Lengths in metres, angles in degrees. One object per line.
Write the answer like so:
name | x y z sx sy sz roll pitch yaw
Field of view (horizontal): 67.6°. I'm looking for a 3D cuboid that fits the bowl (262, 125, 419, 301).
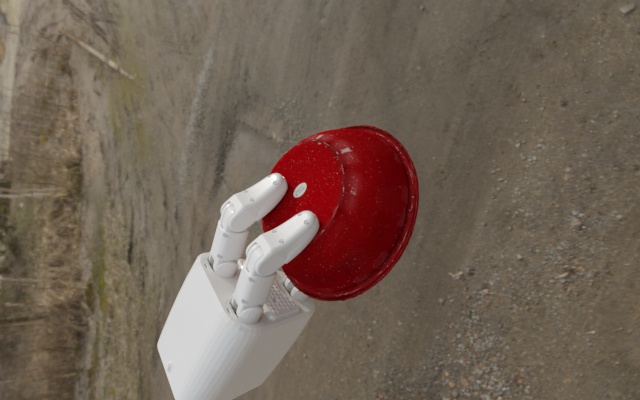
bowl | 0.000 0.000 0.408 0.162 0.162 0.055 0 -17 42
